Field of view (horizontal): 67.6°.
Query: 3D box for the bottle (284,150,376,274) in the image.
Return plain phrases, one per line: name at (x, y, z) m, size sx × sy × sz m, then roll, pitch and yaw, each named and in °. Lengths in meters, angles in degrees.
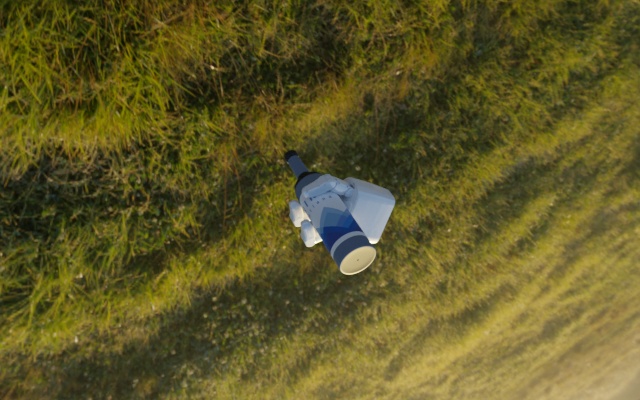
bottle at (0.000, 0.003, 0.864) m, size 0.069 × 0.069 × 0.295 m, roll 0°, pitch 40°, yaw -32°
